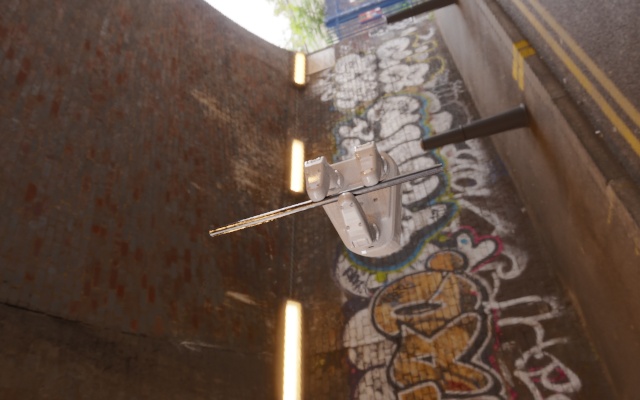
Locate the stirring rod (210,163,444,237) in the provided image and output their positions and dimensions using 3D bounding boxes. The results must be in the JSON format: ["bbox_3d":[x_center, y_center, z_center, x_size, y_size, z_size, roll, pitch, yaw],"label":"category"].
[{"bbox_3d":[0.000,0.002,0.468,0.239,0.011,0.011,-16,-4,13],"label":"stirring rod"}]
